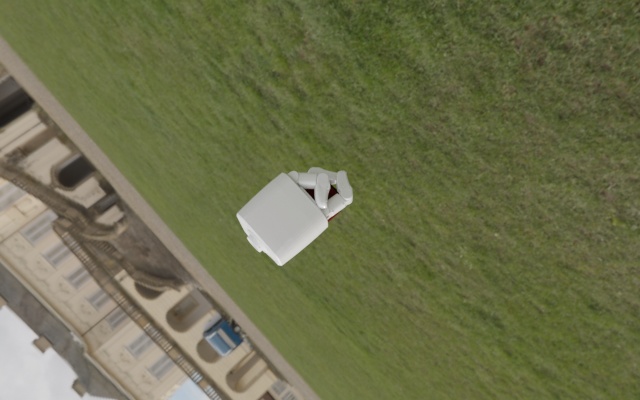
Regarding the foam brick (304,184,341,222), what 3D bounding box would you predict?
[{"bbox_3d":[0.000,0.003,0.853,0.053,0.051,0.078,42,-17,21],"label":"foam brick"}]
